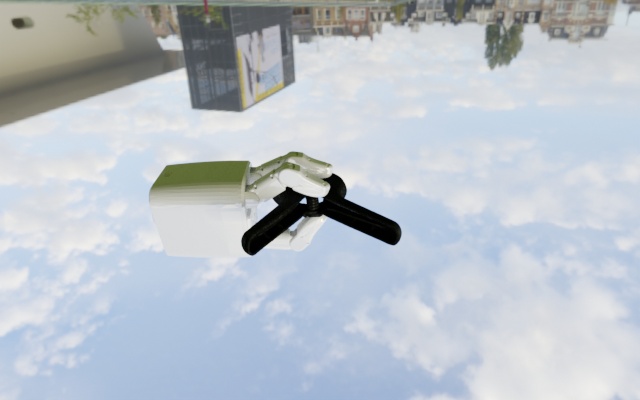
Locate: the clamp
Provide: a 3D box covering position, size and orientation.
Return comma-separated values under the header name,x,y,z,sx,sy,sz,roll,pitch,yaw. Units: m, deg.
name,x,y,z,sx,sy,sz,roll,pitch,yaw
clamp,0.000,0.002,0.564,0.164,0.036,0.210,1,26,-2
